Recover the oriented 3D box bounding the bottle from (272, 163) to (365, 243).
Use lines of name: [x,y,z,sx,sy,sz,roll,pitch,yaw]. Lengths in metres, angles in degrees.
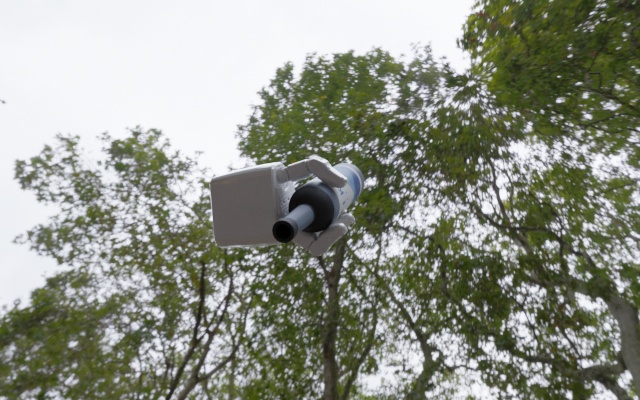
bottle: [0.000,0.002,0.681,0.069,0.069,0.295,0,13,17]
